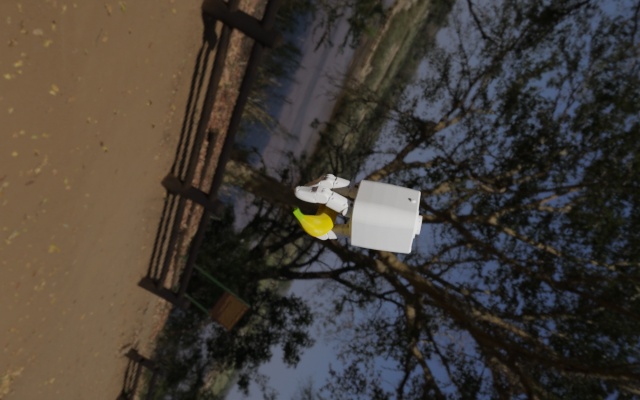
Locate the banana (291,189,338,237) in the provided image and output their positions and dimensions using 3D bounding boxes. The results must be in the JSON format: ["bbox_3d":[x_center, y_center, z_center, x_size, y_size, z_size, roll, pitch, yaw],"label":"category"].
[{"bbox_3d":[0.003,0.022,0.846,0.037,0.069,0.197,-9,10,18],"label":"banana"}]
